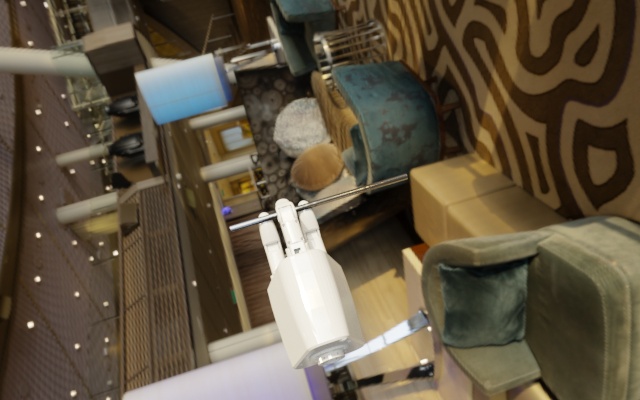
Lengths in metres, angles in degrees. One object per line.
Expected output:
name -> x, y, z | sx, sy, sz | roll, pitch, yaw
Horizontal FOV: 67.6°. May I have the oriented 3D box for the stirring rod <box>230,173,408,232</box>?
stirring rod -> 0.000, 0.002, 0.621 | 0.239, 0.011, 0.011 | -17, 2, -7
